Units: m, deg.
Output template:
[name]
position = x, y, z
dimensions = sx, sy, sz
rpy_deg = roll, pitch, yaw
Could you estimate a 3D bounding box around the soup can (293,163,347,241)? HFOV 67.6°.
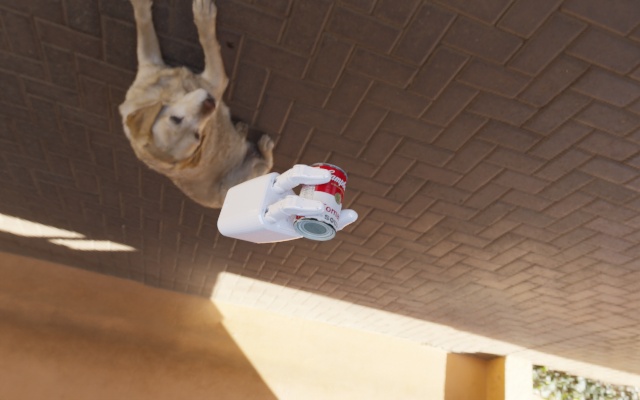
[soup can]
position = 0.001, 0.003, 0.741
dimensions = 0.068, 0.102, 0.068
rpy_deg = 9, -30, 5
